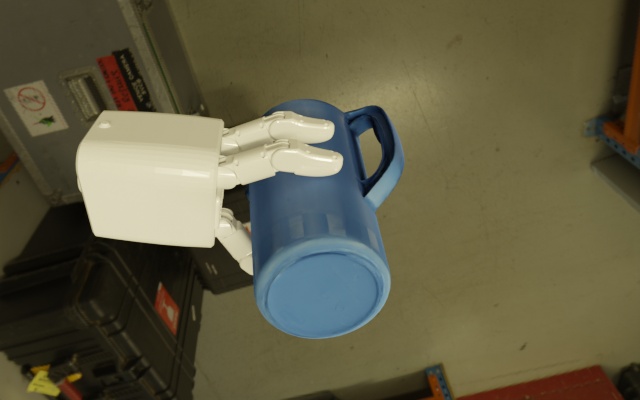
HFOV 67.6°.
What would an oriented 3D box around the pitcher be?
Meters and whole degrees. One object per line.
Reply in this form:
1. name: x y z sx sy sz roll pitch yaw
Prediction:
1. pitcher: 0.000 0.002 0.461 0.145 0.149 0.242 7 33 -11
